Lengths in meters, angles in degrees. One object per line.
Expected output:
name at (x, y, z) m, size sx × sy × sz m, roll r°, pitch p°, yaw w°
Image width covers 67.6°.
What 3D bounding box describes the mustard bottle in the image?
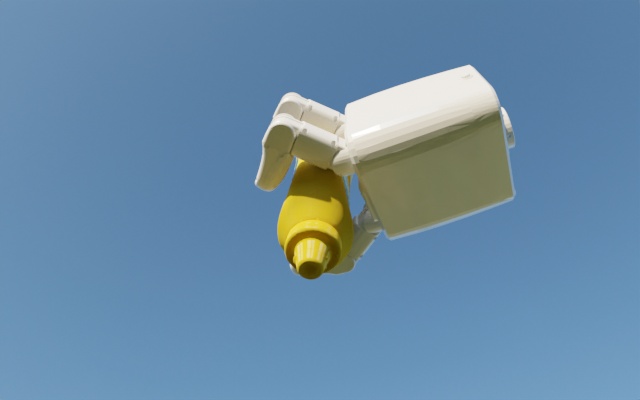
mustard bottle at (0.000, 0.001, 0.404) m, size 0.058 × 0.096 × 0.191 m, roll 4°, pitch 29°, yaw 2°
